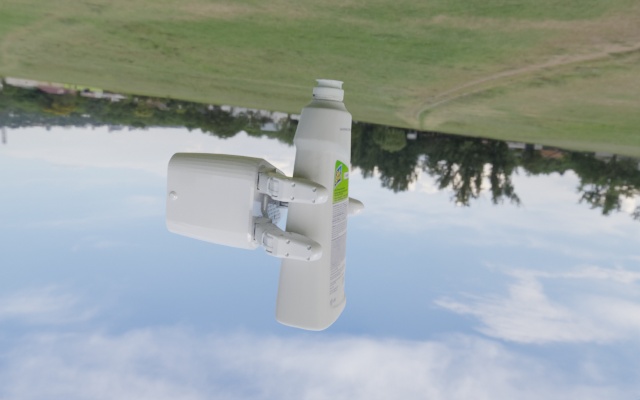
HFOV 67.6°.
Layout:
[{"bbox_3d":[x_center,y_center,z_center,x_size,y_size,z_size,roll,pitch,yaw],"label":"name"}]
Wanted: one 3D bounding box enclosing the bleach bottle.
[{"bbox_3d":[0.000,0.002,0.508,0.068,0.251,0.102,8,10,14],"label":"bleach bottle"}]
